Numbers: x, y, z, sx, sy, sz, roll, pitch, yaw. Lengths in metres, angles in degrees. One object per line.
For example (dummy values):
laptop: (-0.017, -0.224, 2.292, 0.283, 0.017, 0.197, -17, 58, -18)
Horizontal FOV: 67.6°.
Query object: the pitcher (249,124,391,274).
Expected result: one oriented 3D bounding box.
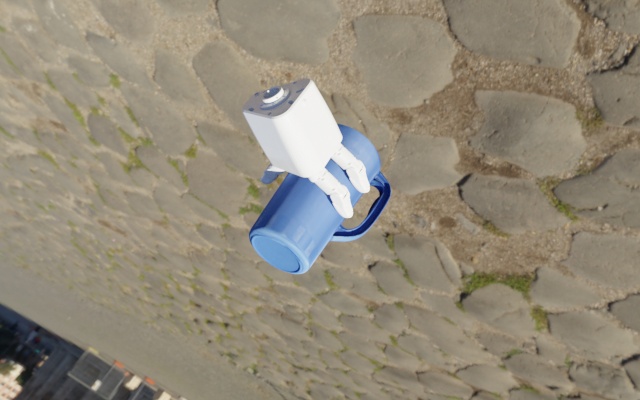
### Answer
pitcher: (0.000, 0.002, 0.782, 0.149, 0.242, 0.145, 5, -41, 39)
